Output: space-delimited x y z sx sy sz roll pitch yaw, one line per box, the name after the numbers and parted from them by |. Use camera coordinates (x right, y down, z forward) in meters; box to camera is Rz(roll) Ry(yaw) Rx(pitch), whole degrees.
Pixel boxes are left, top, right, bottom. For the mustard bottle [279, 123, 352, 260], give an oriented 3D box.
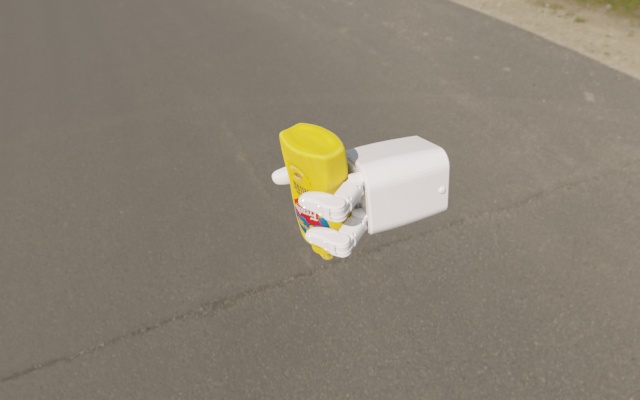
0.000 0.002 0.612 0.058 0.192 0.096 -31 43 -26 | mustard bottle
